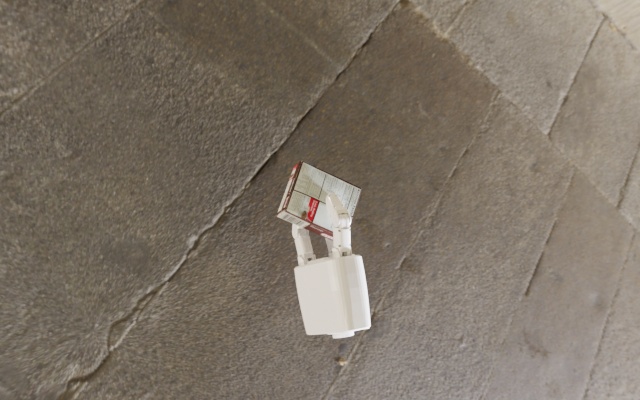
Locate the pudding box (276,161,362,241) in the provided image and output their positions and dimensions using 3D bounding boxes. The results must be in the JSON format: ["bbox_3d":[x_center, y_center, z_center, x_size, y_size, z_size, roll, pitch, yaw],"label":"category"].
[{"bbox_3d":[0.000,0.002,0.739,0.113,0.090,0.039,25,-23,-18],"label":"pudding box"}]
